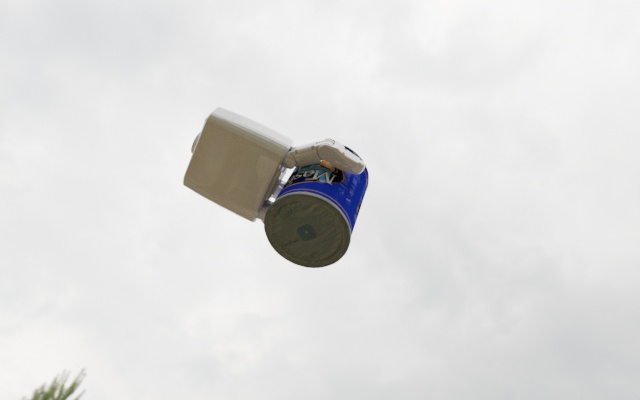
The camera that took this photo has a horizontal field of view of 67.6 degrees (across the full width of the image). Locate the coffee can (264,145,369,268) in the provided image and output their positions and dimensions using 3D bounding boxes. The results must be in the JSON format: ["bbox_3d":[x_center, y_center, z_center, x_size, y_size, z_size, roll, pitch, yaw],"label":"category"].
[{"bbox_3d":[0.000,0.002,0.602,0.103,0.103,0.140,0,31,16],"label":"coffee can"}]
